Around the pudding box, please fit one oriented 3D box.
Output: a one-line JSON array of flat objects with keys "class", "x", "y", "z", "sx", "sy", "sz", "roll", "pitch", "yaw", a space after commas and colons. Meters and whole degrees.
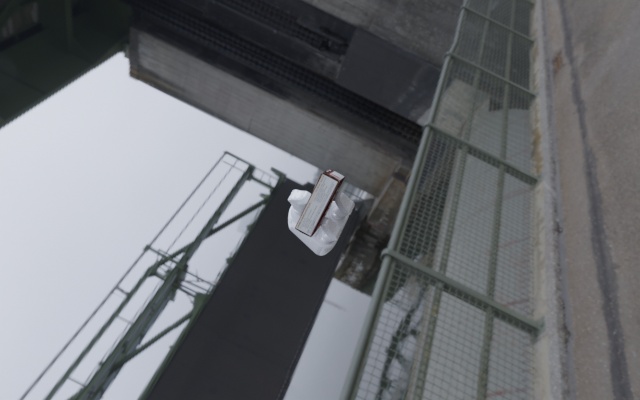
[{"class": "pudding box", "x": 0.000, "y": 0.003, "z": 0.847, "sx": 0.039, "sy": 0.113, "sz": 0.090, "roll": 25, "pitch": 10, "yaw": 4}]
